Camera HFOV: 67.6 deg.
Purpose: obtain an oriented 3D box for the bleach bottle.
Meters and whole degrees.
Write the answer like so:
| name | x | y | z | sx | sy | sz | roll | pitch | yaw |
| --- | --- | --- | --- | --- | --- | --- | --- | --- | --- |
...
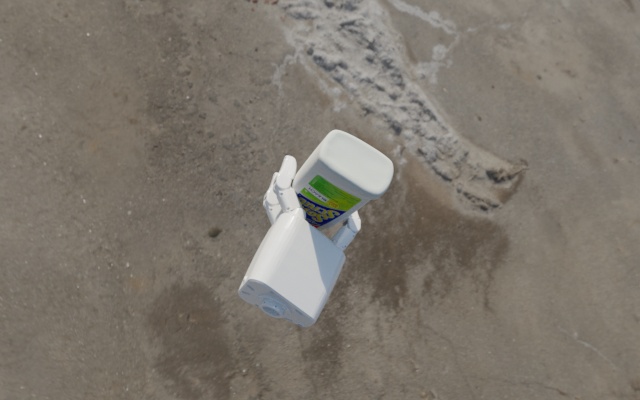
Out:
| name | x | y | z | sx | sy | sz | roll | pitch | yaw |
| --- | --- | --- | --- | --- | --- | --- | --- | --- | --- |
| bleach bottle | 0.000 | 0.002 | 0.686 | 0.102 | 0.068 | 0.251 | 31 | -33 | -6 |
